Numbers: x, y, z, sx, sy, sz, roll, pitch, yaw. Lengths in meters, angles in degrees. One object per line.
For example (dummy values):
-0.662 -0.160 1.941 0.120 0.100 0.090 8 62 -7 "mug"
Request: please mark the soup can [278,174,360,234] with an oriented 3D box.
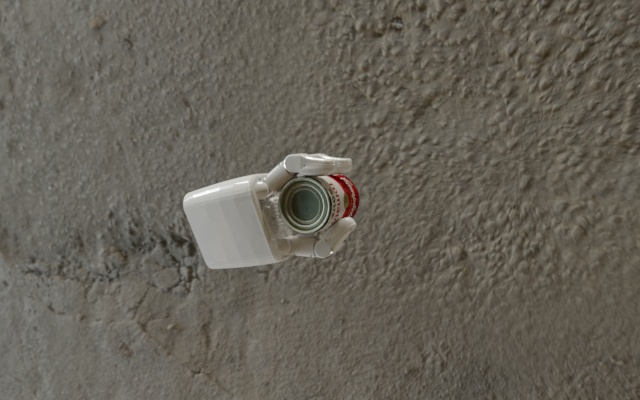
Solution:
0.000 0.002 0.581 0.068 0.068 0.102 0 4 23 "soup can"
